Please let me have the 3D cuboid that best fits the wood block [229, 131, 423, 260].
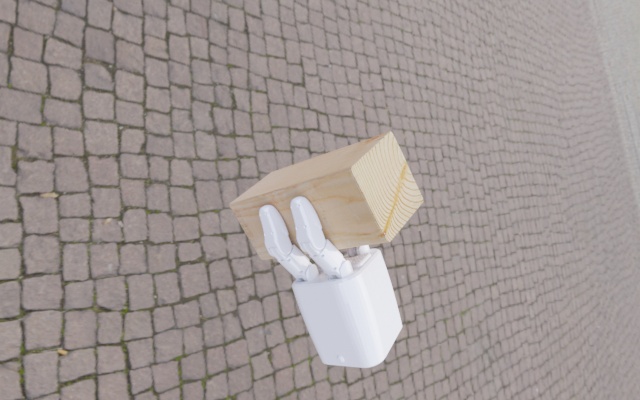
[{"bbox_3d":[0.001,0.002,0.563,0.206,0.090,0.090,-14,20,44],"label":"wood block"}]
